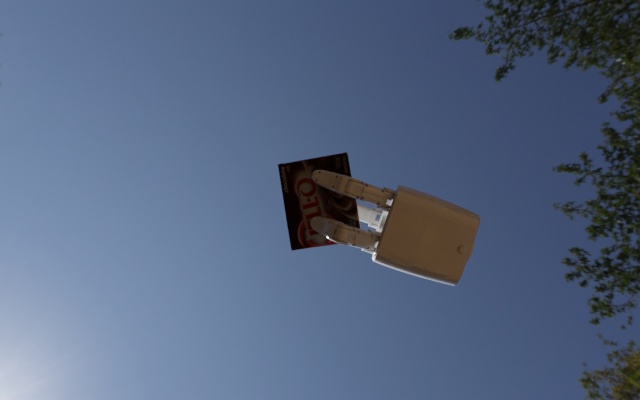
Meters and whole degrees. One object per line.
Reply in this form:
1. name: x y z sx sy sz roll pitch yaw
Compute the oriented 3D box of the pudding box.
1. pudding box: 0.000 0.002 0.607 0.090 0.113 0.039 -9 -2 6
